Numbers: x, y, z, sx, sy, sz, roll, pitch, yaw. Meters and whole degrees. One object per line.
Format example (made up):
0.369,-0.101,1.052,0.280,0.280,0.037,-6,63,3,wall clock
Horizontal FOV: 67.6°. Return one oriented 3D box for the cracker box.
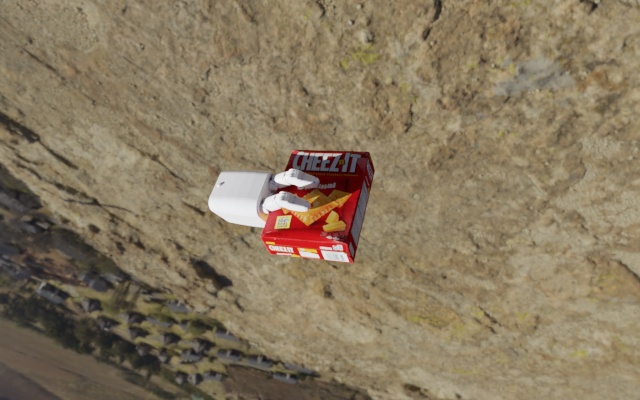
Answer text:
0.000,0.003,0.899,0.164,0.213,0.072,4,-35,19,cracker box
